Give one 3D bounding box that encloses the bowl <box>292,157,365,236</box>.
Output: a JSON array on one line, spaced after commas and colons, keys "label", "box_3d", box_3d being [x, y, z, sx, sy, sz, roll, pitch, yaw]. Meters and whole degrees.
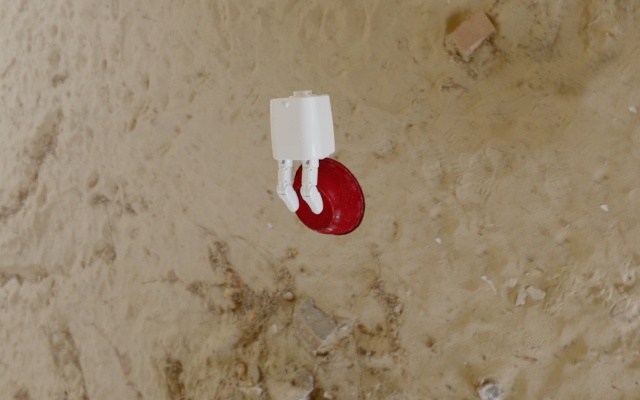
[{"label": "bowl", "box_3d": [0.000, 0.004, 0.885, 0.162, 0.162, 0.055, 0, 23, 37]}]
